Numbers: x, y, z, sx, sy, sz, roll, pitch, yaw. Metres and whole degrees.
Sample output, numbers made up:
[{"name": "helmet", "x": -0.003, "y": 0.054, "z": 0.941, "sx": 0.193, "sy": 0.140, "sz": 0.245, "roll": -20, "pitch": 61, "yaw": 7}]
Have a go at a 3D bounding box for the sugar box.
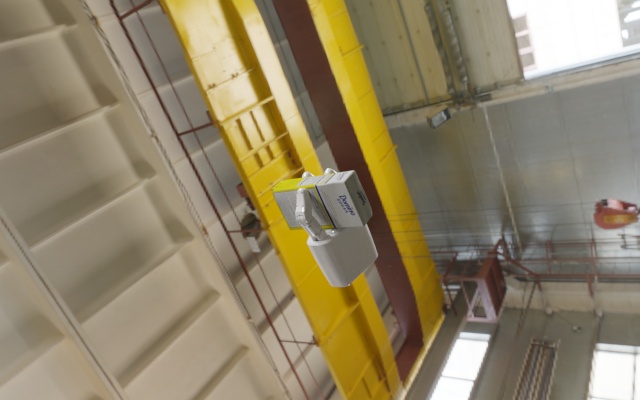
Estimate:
[{"name": "sugar box", "x": 0.000, "y": 0.003, "z": 0.859, "sx": 0.176, "sy": 0.093, "sz": 0.048, "roll": -6, "pitch": 29, "yaw": 38}]
